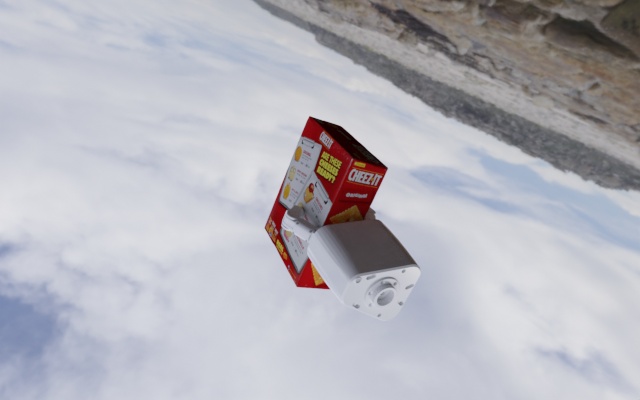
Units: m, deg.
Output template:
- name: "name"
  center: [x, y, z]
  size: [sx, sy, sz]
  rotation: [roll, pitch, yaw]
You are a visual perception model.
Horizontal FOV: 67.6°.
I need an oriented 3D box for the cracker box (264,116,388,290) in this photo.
- name: "cracker box"
  center: [0.000, 0.003, 0.735]
  size: [0.072, 0.214, 0.164]
  rotation: [11, 24, -31]
